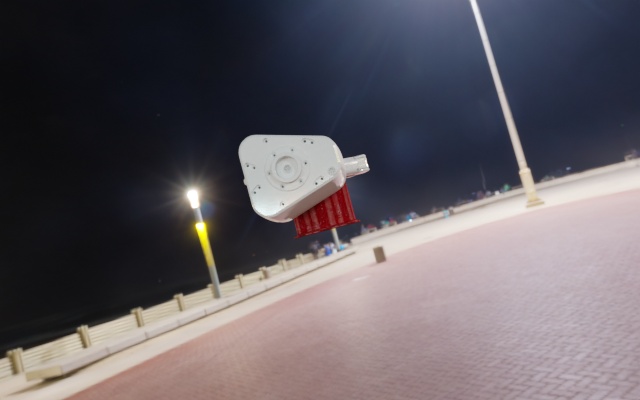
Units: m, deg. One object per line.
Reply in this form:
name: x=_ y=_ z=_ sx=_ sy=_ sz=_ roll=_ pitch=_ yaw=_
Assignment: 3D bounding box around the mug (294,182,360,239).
mug: x=0.000 y=0.002 z=0.669 sx=0.093 sy=0.081 sz=0.117 roll=-15 pitch=-4 yaw=2
